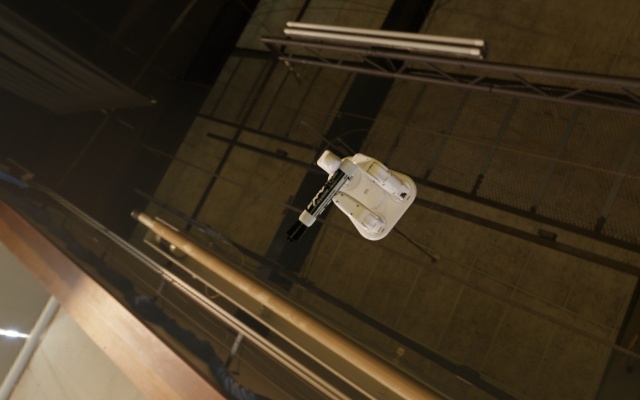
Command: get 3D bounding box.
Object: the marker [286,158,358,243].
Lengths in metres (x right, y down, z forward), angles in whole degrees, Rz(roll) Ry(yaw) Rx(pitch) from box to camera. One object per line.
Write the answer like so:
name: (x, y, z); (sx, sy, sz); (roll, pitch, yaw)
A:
marker: (0.000, 0.002, 0.573); (0.020, 0.121, 0.020); (38, 3, -2)
